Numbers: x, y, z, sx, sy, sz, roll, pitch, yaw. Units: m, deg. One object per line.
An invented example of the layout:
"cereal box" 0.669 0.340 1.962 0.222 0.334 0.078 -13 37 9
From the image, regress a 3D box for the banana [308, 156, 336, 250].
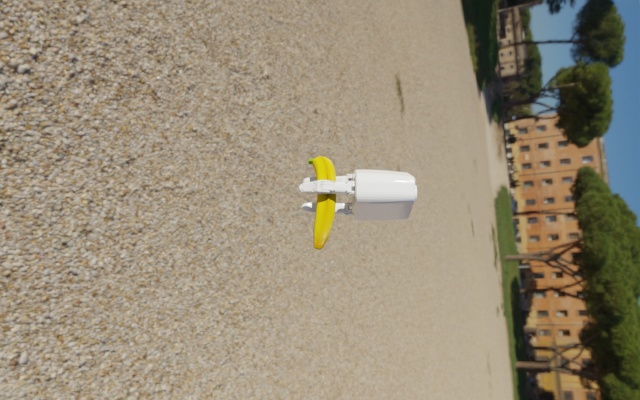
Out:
"banana" 0.006 -0.009 0.885 0.037 0.197 0.070 8 -31 -17
